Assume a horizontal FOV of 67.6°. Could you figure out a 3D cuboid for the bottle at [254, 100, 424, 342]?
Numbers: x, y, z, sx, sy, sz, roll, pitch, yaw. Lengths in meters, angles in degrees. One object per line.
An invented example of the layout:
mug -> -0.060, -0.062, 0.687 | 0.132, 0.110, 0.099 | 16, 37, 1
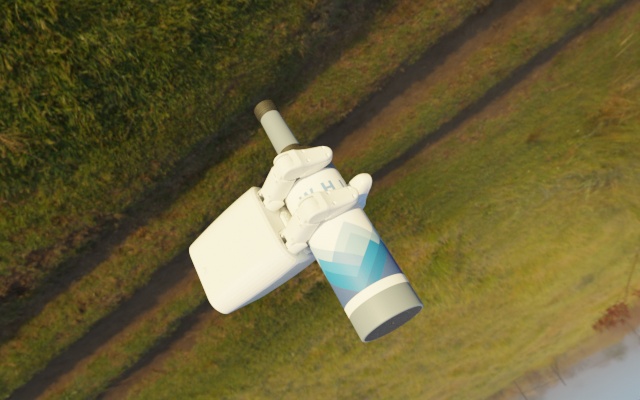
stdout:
bottle -> 0.000, 0.002, 0.508 | 0.069, 0.295, 0.069 | -24, -27, -13
